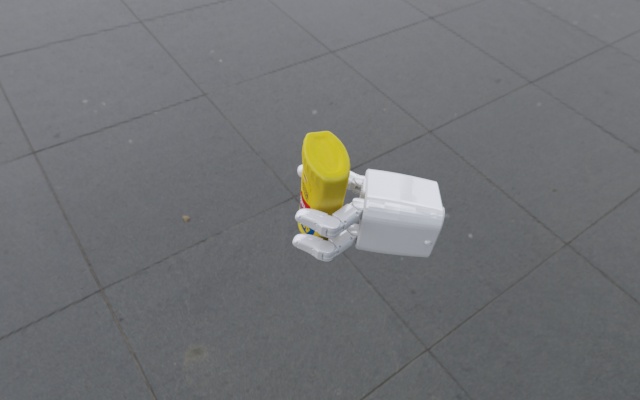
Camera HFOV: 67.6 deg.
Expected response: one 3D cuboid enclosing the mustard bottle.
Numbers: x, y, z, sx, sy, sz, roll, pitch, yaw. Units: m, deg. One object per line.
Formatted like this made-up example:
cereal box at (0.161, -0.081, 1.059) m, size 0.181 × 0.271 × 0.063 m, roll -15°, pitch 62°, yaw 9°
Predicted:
mustard bottle at (0.000, 0.002, 0.676) m, size 0.058 × 0.096 × 0.192 m, roll -9°, pitch -39°, yaw -14°
